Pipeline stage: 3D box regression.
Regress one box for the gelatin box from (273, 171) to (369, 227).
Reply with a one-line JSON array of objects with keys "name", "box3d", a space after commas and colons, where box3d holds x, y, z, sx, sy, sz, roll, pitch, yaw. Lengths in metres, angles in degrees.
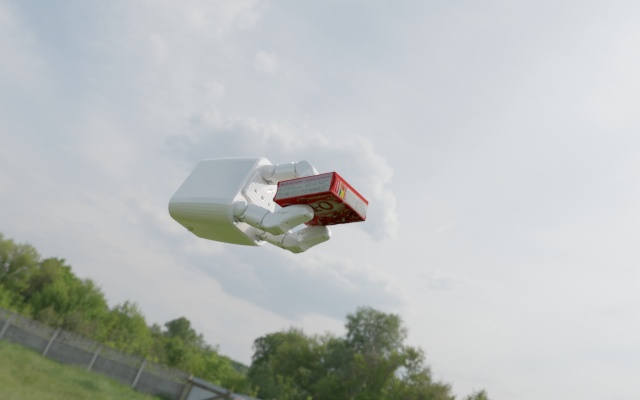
[{"name": "gelatin box", "box3d": [0.000, 0.001, 0.564, 0.089, 0.030, 0.073, -9, -34, 37]}]
